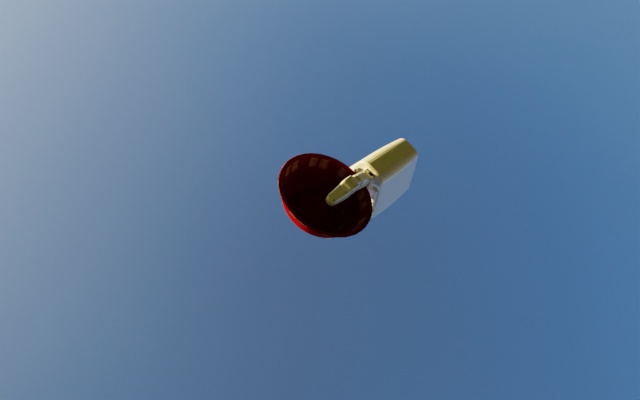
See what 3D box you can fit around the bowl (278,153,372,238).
[{"bbox_3d":[-0.001,0.003,0.767,0.162,0.162,0.055,0,-34,-29],"label":"bowl"}]
